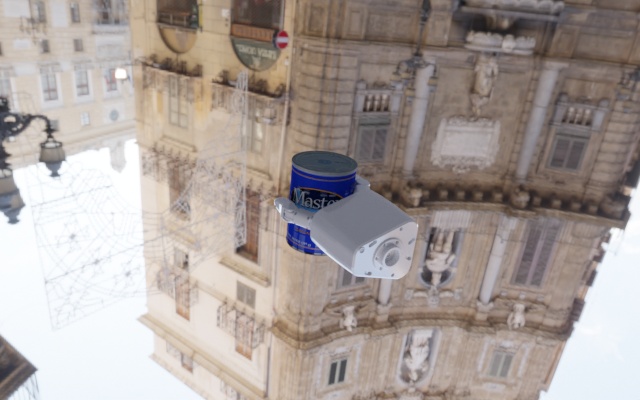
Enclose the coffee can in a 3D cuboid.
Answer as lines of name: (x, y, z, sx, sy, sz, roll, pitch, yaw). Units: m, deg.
coffee can: (0.000, 0.002, 0.763, 0.103, 0.140, 0.102, 5, 23, -2)
